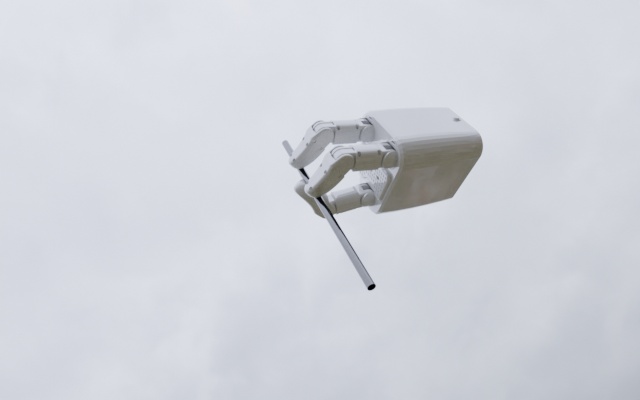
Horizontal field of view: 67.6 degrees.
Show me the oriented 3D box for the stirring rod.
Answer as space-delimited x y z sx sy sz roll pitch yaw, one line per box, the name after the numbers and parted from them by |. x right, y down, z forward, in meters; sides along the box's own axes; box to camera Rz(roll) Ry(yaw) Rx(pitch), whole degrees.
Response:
0.000 0.002 0.482 0.011 0.011 0.239 0 36 -26 | stirring rod
